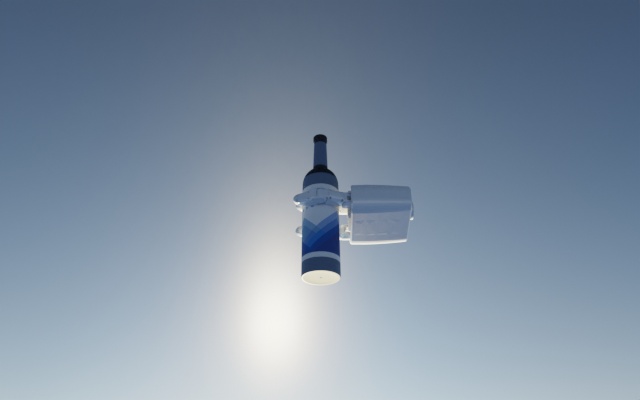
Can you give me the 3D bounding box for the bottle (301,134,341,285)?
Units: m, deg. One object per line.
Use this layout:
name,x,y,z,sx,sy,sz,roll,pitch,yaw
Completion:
bottle,0.000,0.003,0.868,0.069,0.295,0.069,0,-31,0
